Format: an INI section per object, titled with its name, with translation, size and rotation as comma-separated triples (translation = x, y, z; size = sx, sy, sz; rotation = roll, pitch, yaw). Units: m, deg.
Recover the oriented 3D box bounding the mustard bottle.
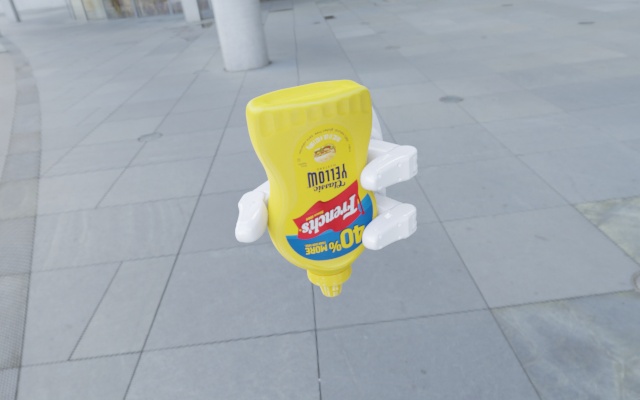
[mustard bottle]
translation = 0.000, 0.001, 0.408
size = 0.096, 0.192, 0.058
rotation = -16, 29, -17
